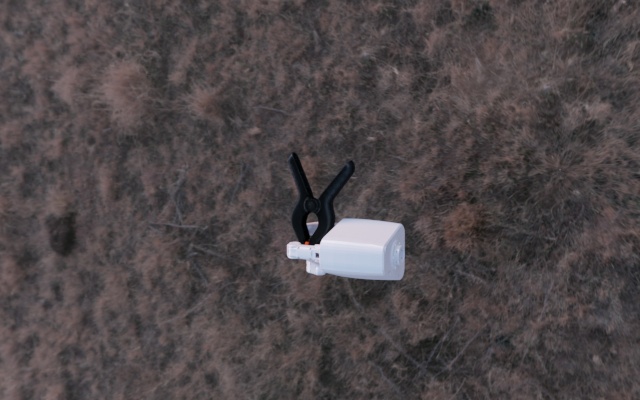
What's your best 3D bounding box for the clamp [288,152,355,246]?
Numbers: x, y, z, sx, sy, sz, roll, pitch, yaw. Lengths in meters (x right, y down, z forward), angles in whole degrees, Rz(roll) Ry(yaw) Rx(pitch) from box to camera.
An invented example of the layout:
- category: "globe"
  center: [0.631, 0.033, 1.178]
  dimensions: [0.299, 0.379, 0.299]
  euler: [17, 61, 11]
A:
- category: "clamp"
  center: [0.000, 0.003, 0.809]
  dimensions: [0.120, 0.171, 0.039]
  euler: [1, 4, 28]
